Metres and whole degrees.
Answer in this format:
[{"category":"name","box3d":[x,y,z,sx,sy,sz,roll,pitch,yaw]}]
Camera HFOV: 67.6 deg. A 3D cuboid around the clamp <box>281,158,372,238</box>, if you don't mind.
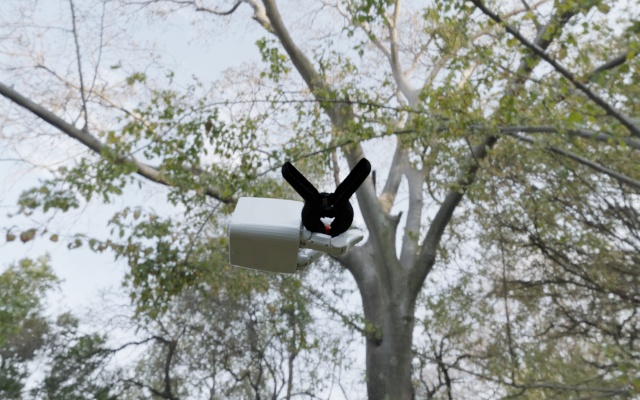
[{"category":"clamp","box3d":[0.000,0.002,0.689,0.120,0.172,0.039,7,44,-3]}]
